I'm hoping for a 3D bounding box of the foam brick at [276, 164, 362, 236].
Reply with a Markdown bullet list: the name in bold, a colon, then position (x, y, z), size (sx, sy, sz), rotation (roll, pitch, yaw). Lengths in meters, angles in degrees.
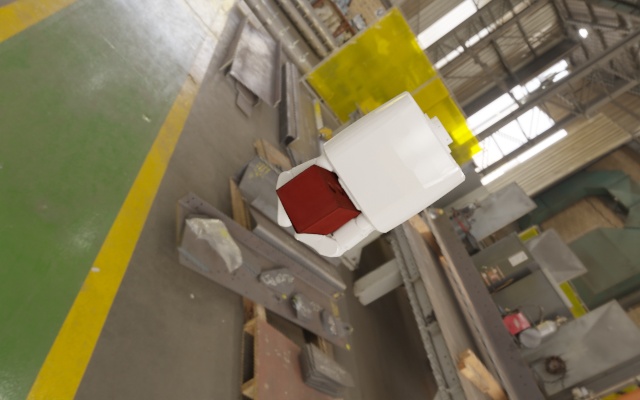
- **foam brick**: position (0.000, 0.002, 0.499), size (0.051, 0.053, 0.078), rotation (-33, -16, 17)
